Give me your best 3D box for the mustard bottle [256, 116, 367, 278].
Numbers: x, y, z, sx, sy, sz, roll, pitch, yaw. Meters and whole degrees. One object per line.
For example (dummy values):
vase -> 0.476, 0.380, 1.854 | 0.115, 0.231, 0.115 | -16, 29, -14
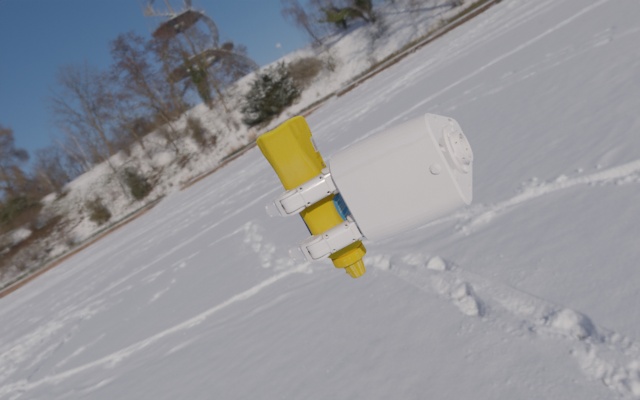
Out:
mustard bottle -> 0.000, 0.002, 0.535 | 0.058, 0.191, 0.096 | -28, 8, 7
